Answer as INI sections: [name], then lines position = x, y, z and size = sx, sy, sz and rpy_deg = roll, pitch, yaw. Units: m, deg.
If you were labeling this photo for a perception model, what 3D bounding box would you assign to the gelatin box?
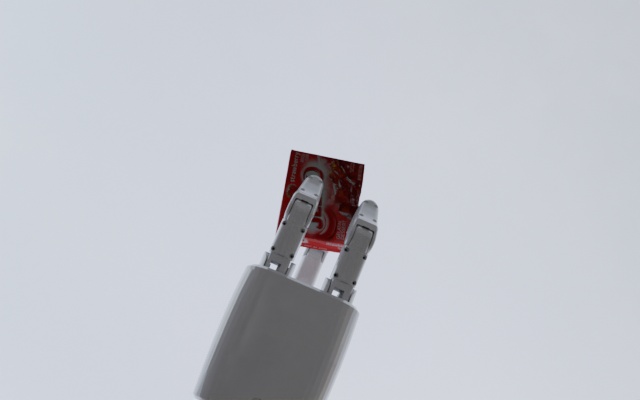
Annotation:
[gelatin box]
position = 0.000, 0.001, 0.448
size = 0.073, 0.089, 0.030
rpy_deg = 11, -27, -4
